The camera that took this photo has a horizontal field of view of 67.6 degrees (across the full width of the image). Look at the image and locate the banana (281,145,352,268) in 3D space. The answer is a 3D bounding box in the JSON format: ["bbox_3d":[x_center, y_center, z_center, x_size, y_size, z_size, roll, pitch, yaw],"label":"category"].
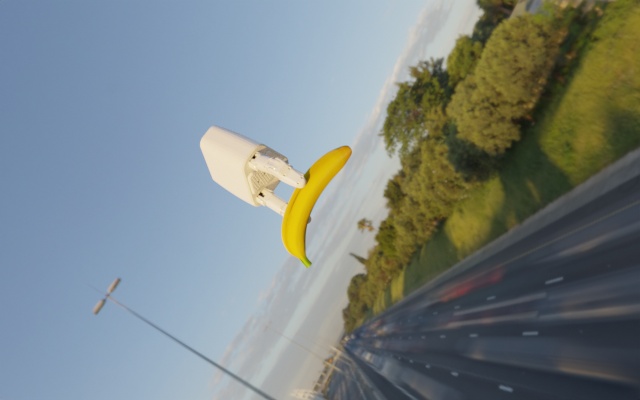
[{"bbox_3d":[-0.014,0.002,0.719,0.069,0.198,0.037,17,7,-42],"label":"banana"}]
